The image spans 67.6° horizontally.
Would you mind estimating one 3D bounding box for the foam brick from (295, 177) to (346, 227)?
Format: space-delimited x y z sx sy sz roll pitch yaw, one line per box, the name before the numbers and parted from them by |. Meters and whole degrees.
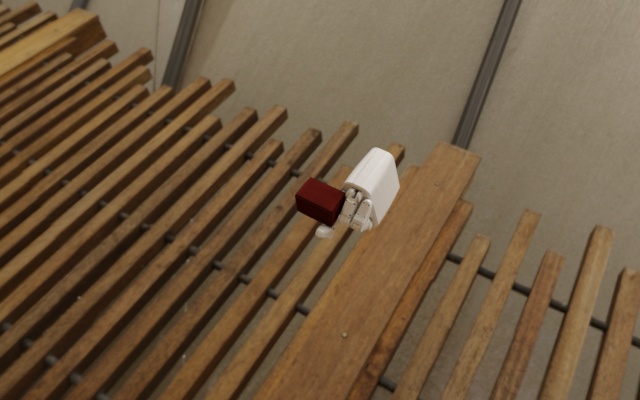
foam brick | 0.000 0.003 0.882 0.078 0.051 0.053 26 -30 17
